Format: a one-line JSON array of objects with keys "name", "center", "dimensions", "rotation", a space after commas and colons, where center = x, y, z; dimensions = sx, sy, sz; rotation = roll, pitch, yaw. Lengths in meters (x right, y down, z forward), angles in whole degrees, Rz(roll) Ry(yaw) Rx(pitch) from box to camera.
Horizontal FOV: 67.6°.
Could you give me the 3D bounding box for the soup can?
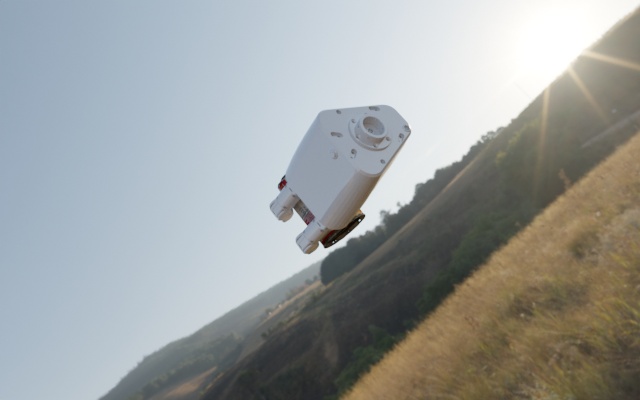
[{"name": "soup can", "center": [0.000, 0.002, 0.618], "dimensions": [0.068, 0.102, 0.068], "rotation": [-37, -14, -11]}]
